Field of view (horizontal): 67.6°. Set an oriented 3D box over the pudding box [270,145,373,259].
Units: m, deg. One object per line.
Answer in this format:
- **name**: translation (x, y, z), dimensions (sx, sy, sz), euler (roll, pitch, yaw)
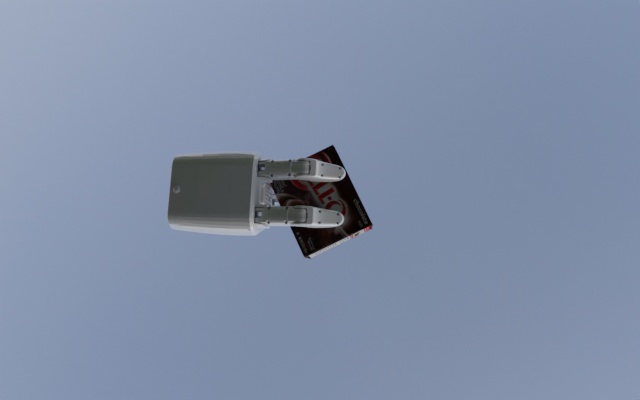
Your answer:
- **pudding box**: translation (0.000, 0.002, 0.581), dimensions (0.090, 0.113, 0.039), euler (-26, -11, 2)
